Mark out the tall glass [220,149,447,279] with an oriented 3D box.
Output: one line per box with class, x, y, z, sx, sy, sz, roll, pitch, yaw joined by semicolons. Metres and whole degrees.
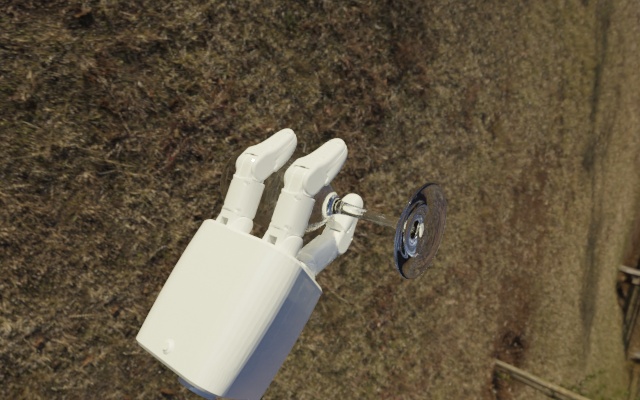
tall glass;0.001;0.001;0.414;0.201;0.079;0.079;17;10;38
